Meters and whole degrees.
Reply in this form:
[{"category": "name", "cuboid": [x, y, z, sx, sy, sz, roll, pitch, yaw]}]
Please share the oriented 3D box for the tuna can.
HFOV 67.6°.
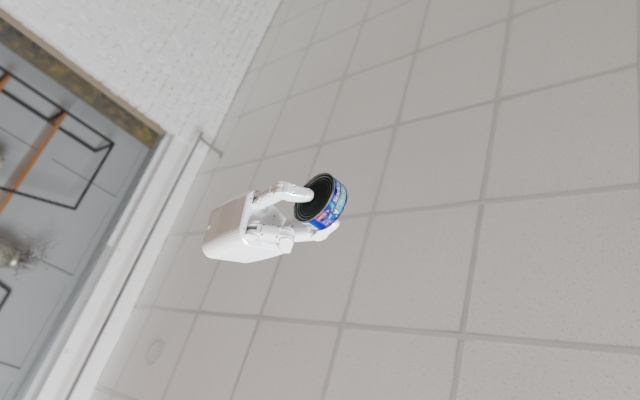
[{"category": "tuna can", "cuboid": [0.001, 0.003, 0.730, 0.034, 0.086, 0.086, 35, -21, -32]}]
